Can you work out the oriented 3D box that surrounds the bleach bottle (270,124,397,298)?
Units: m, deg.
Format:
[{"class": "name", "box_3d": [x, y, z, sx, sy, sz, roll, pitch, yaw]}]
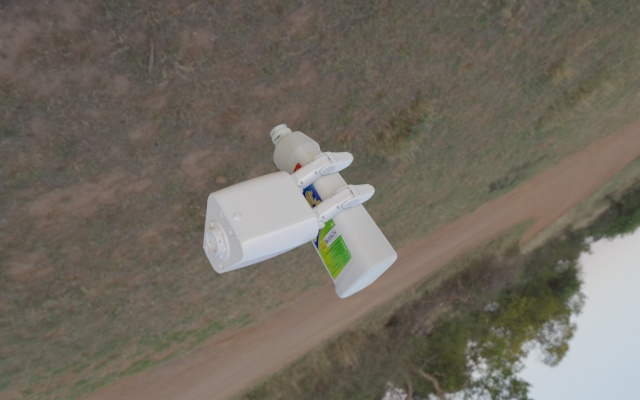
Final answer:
[{"class": "bleach bottle", "box_3d": [0.000, 0.002, 0.662, 0.068, 0.250, 0.103, -19, -24, -35]}]
